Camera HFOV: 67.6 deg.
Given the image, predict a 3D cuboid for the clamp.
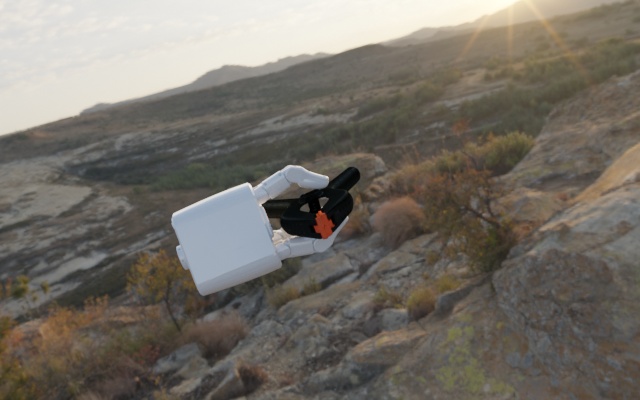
[{"bbox_3d":[0.000,0.002,0.627,0.164,0.036,0.210,-24,15,-8],"label":"clamp"}]
